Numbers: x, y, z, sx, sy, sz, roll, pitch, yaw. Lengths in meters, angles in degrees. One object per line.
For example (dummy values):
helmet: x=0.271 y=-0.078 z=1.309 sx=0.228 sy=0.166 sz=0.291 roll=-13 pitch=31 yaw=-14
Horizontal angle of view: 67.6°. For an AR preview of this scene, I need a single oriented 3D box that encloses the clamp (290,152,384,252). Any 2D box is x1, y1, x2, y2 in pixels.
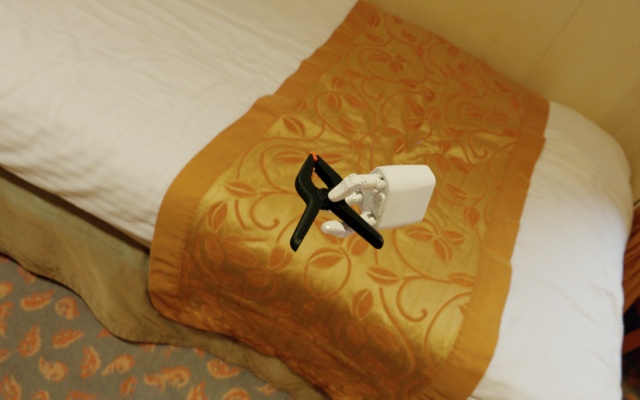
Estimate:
clamp: x=0.000 y=0.002 z=0.814 sx=0.164 sy=0.210 sz=0.036 roll=-5 pitch=-36 yaw=-29
